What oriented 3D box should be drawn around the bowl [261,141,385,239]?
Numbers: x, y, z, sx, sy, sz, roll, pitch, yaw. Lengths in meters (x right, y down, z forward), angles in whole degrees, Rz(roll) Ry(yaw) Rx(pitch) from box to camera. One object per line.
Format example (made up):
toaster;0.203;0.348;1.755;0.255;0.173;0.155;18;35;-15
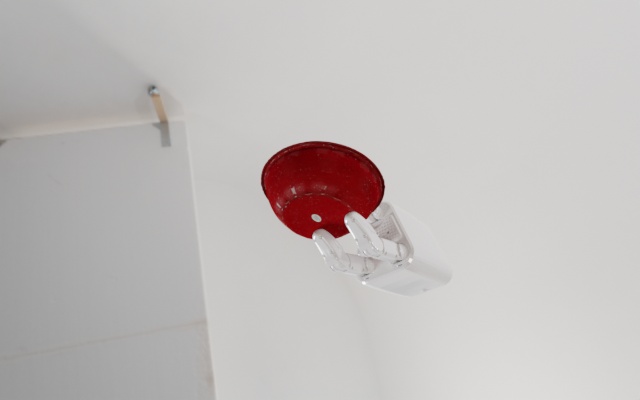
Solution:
bowl;-0.001;0.002;0.603;0.162;0.055;0.162;4;-41;4
